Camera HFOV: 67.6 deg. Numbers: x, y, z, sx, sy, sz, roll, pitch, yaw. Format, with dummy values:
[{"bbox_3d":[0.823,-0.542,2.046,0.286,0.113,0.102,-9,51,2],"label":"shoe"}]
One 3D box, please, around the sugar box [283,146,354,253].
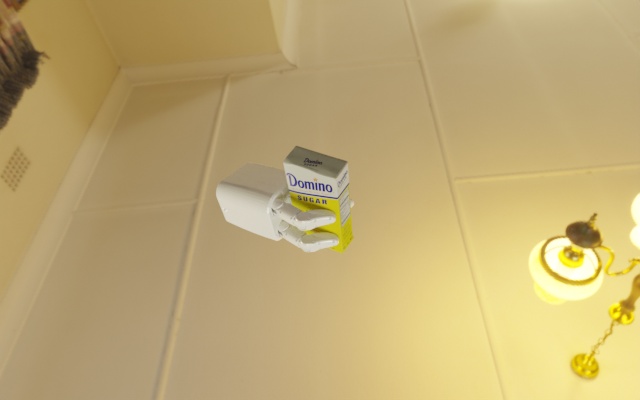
[{"bbox_3d":[0.000,0.003,0.755,0.093,0.048,0.176,19,-35,24],"label":"sugar box"}]
